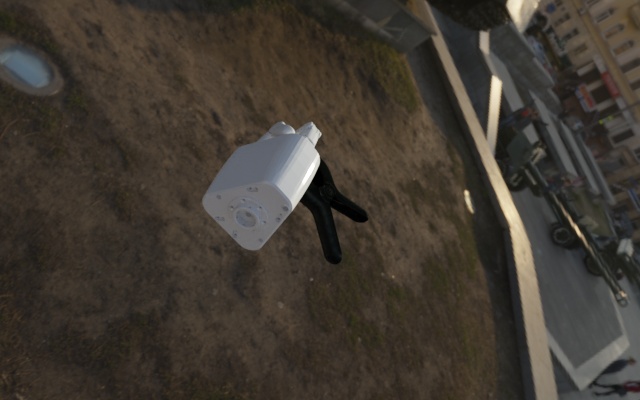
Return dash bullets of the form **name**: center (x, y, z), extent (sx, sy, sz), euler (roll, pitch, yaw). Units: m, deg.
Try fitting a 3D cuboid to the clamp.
- **clamp**: center (0.000, 0.002, 0.664), extent (0.039, 0.171, 0.120), euler (-28, 23, 34)
